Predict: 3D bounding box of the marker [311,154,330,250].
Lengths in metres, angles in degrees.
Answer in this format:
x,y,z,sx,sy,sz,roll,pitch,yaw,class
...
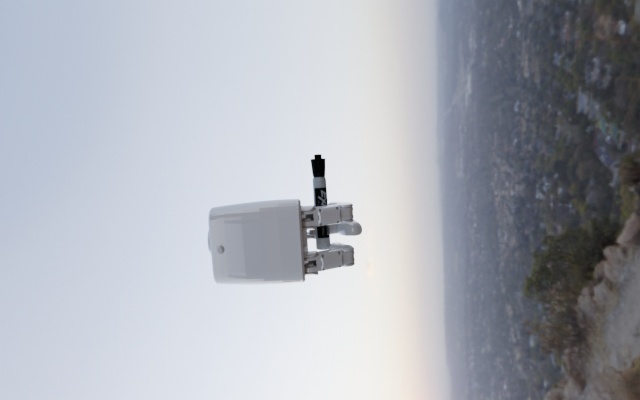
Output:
x,y,z,sx,sy,sz,roll,pitch,yaw,class
0.000,0.002,0.607,0.020,0.121,0.020,-3,6,0,marker
